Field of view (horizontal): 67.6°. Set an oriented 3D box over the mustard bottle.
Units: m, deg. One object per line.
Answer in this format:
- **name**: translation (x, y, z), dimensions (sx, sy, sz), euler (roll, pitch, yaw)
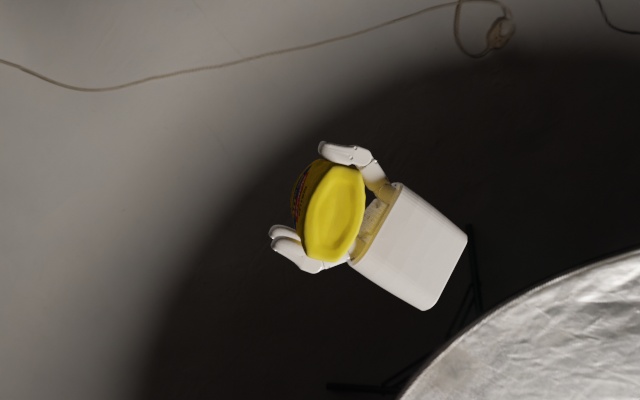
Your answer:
- **mustard bottle**: translation (0.000, 0.002, 0.541), dimensions (0.058, 0.096, 0.191), euler (12, 5, -9)
